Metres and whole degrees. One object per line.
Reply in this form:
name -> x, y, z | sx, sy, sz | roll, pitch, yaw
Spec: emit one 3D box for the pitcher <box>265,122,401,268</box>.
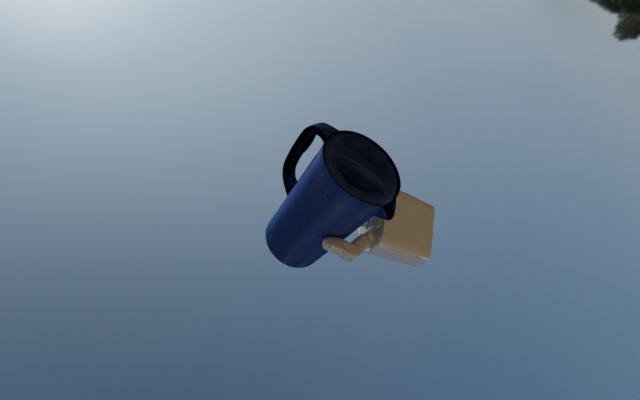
pitcher -> 0.000, 0.003, 0.766 | 0.145, 0.149, 0.243 | 19, -41, -23
